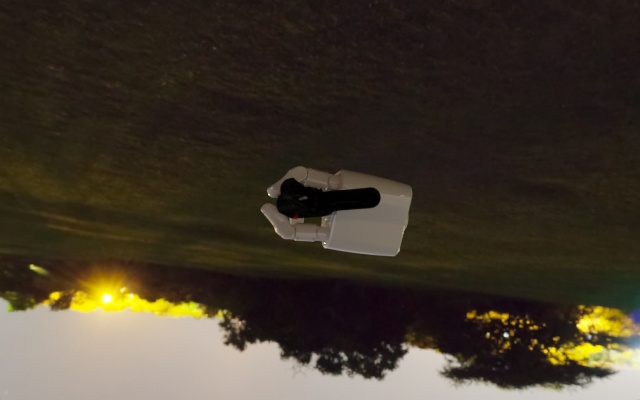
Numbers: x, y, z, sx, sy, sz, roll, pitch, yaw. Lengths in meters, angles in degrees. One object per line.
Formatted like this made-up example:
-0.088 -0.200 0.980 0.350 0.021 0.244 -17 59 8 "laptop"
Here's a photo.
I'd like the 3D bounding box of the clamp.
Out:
0.000 0.003 0.612 0.120 0.039 0.171 10 -8 -10 "clamp"
